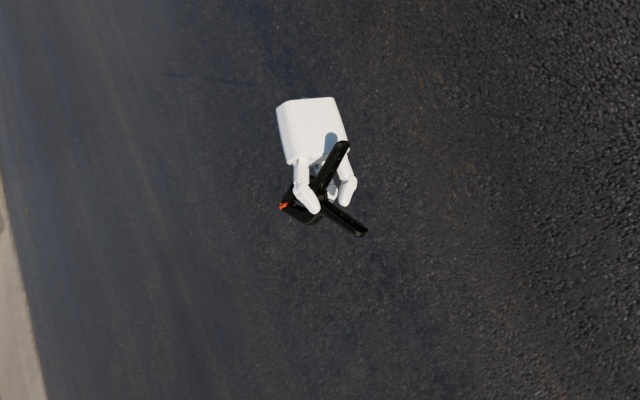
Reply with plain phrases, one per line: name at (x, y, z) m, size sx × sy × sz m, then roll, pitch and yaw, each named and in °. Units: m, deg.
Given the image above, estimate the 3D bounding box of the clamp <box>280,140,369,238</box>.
clamp at (-0.001, 0.003, 0.858) m, size 0.036 × 0.164 × 0.210 m, roll -9°, pitch -10°, yaw -41°
